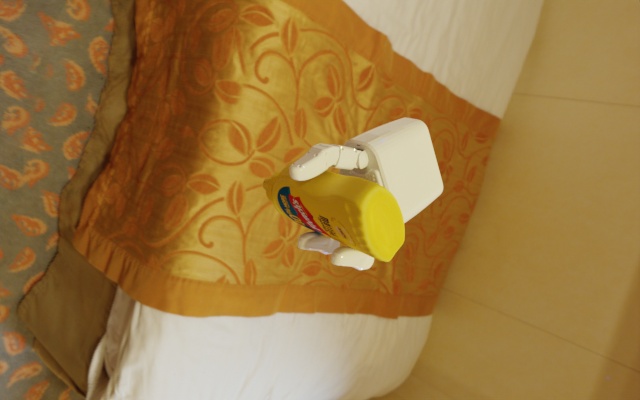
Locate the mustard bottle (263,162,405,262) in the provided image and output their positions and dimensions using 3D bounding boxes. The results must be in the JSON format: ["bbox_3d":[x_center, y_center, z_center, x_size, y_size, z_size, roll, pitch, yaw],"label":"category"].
[{"bbox_3d":[0.000,0.002,0.542,0.191,0.058,0.096,20,-28,42],"label":"mustard bottle"}]
